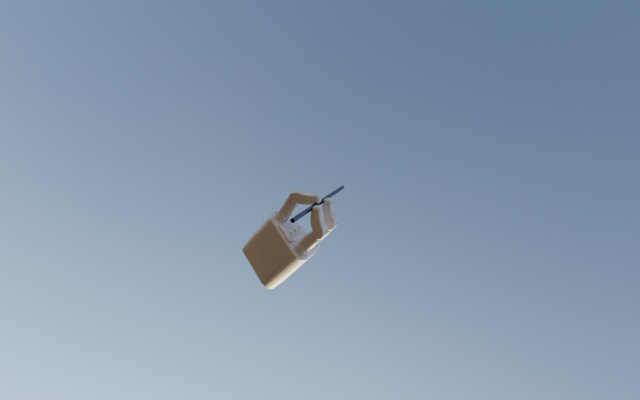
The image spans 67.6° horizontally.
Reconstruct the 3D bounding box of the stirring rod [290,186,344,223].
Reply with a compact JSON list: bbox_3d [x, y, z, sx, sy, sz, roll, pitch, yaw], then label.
[{"bbox_3d":[0.000,0.003,0.880,0.011,0.011,0.239,0,14,23],"label":"stirring rod"}]
